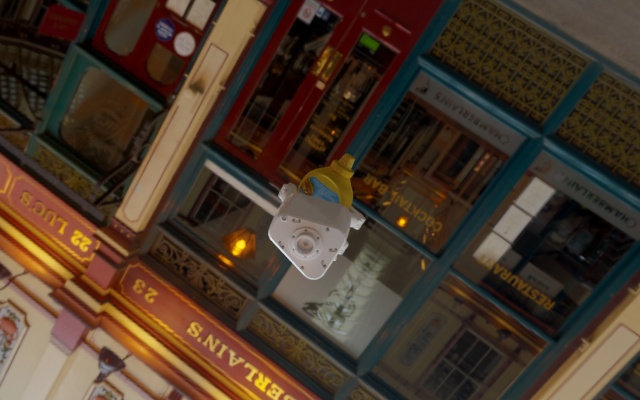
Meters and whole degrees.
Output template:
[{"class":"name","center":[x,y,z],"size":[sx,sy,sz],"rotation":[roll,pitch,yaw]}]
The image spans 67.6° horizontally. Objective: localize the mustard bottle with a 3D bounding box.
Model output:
[{"class":"mustard bottle","center":[0.000,0.003,0.827],"size":[0.096,0.192,0.058],"rotation":[39,17,20]}]
